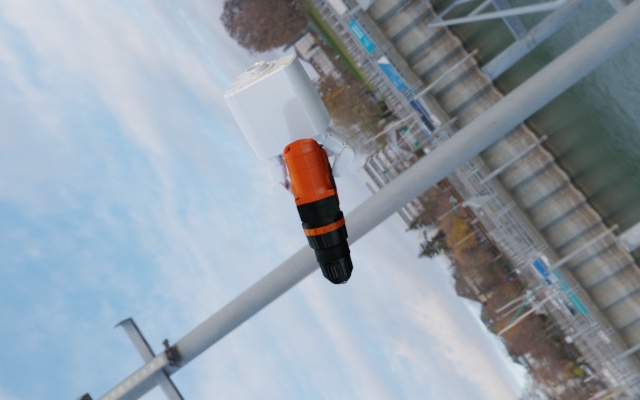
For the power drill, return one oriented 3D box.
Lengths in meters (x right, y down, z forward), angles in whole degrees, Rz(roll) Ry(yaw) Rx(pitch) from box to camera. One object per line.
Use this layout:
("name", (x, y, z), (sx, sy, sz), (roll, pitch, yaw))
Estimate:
("power drill", (0.000, 0.002, 0.642), (0.057, 0.184, 0.187), (-15, 11, 1))
